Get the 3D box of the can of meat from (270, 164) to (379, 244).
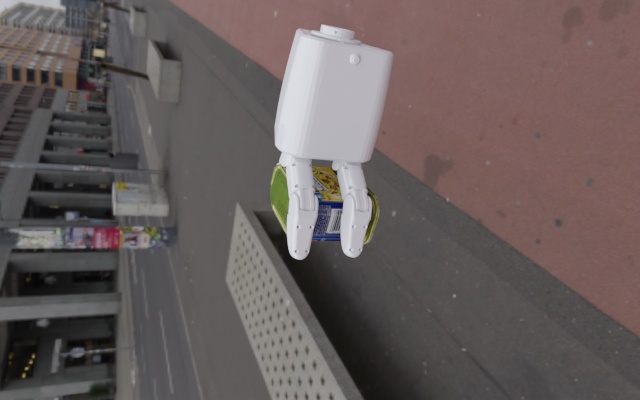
[{"bbox_3d":[0.000,0.002,0.505,0.084,0.057,0.102,3,28,-26],"label":"can of meat"}]
